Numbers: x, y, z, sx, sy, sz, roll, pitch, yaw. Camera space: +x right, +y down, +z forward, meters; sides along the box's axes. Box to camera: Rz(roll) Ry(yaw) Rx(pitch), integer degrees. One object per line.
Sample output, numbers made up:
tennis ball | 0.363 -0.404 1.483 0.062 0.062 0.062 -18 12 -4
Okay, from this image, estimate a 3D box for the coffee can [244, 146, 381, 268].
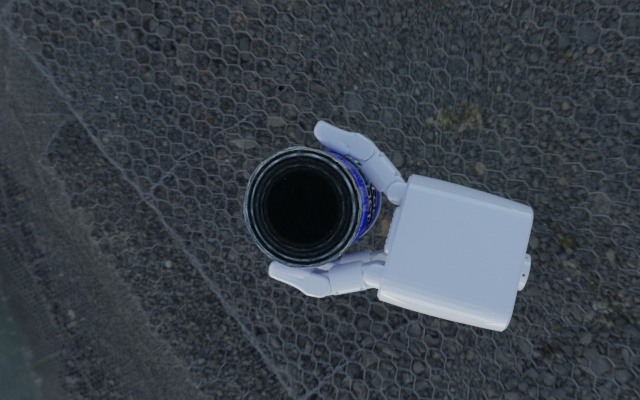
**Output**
coffee can | 0.000 0.001 0.462 0.103 0.103 0.140 0 4 14
